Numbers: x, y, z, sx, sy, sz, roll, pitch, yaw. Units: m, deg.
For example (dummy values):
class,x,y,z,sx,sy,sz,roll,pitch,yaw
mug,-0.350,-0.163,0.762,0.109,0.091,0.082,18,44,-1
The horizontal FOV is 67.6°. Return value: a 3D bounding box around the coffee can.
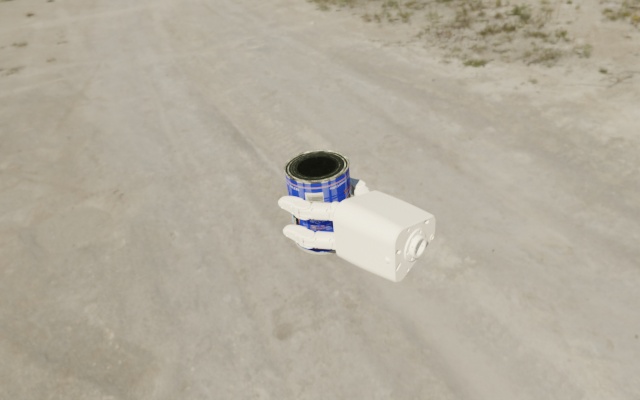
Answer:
class,x,y,z,sx,sy,sz,roll,pitch,yaw
coffee can,0.000,0.003,0.774,0.103,0.140,0.102,-5,34,3
